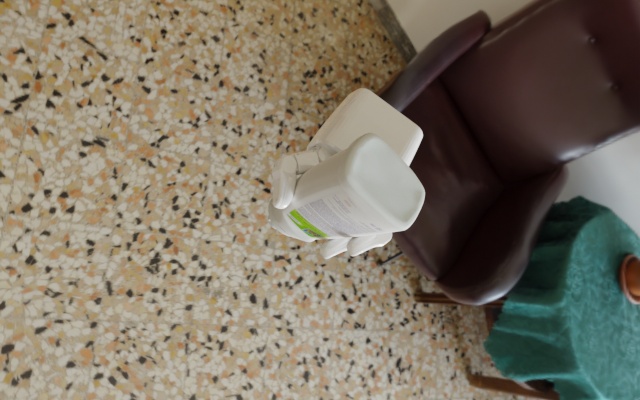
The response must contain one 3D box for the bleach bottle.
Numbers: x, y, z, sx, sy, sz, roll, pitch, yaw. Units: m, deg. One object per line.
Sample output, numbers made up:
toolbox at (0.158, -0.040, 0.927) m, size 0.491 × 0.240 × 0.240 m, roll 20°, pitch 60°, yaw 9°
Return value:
bleach bottle at (0.000, 0.002, 0.561) m, size 0.102 × 0.068 × 0.251 m, roll 43°, pitch -28°, yaw -19°
